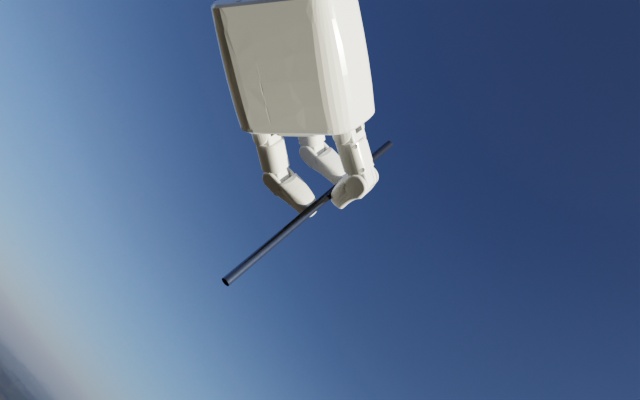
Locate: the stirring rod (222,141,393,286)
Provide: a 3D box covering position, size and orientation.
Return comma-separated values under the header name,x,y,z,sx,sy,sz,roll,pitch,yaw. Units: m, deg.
name,x,y,z,sx,sy,sz,roll,pitch,yaw
stirring rod,0.000,0.001,0.443,0.011,0.011,0.239,0,31,46
